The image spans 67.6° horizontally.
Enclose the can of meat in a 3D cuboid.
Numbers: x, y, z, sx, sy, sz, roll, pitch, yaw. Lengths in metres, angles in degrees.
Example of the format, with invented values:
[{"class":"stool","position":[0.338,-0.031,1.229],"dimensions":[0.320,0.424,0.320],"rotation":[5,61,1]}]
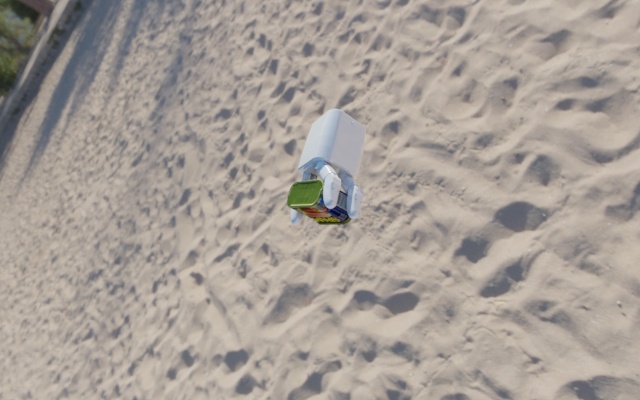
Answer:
[{"class":"can of meat","position":[0.000,0.003,0.864],"dimensions":[0.084,0.057,0.102],"rotation":[28,-20,-35]}]
